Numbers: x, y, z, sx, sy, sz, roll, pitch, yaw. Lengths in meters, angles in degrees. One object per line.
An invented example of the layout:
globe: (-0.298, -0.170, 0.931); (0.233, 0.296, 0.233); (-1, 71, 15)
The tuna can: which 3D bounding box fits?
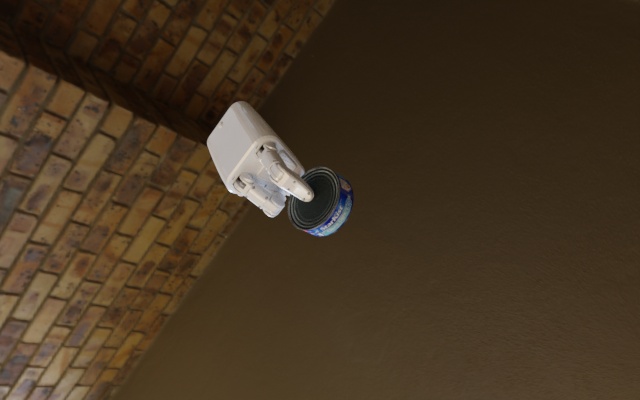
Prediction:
tuna can: (0.000, 0.002, 0.612); (0.086, 0.086, 0.034); (0, -20, 43)
